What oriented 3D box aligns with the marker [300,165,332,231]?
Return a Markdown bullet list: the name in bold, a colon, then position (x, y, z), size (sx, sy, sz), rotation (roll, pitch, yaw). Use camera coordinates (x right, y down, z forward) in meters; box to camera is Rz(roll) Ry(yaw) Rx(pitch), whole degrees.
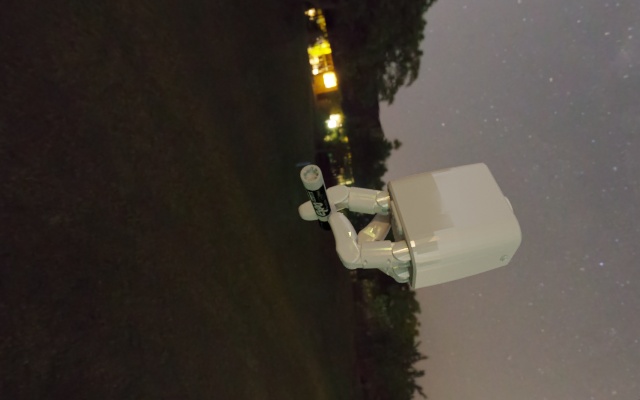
- **marker**: position (0.000, 0.002, 0.473), size (0.020, 0.020, 0.121), rotation (0, -25, 9)
